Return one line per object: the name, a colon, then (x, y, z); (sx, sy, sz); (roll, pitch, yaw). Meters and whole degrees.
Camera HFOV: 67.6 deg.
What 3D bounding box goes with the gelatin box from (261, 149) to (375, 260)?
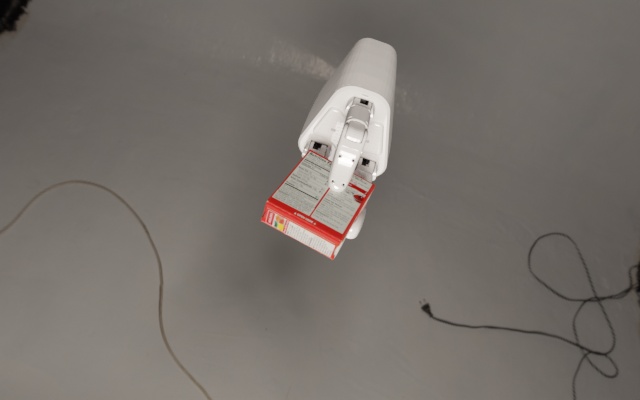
gelatin box: (0.000, 0.001, 0.434); (0.073, 0.030, 0.089); (28, 45, 7)
